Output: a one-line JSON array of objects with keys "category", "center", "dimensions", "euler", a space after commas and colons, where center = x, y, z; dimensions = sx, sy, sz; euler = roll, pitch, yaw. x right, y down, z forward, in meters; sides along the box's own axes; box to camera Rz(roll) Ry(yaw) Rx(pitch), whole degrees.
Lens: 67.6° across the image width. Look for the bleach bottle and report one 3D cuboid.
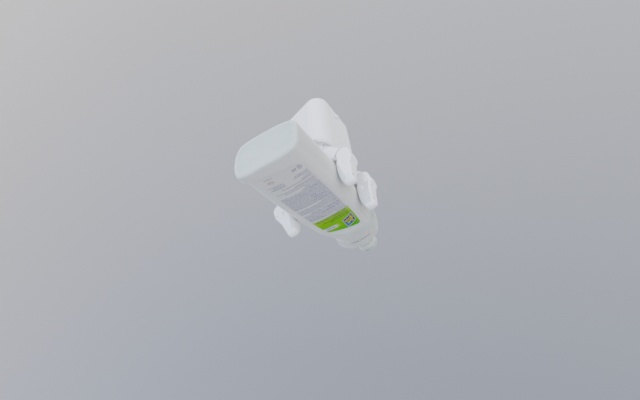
[{"category": "bleach bottle", "center": [0.000, 0.002, 0.665], "dimensions": [0.102, 0.068, 0.251], "euler": [-25, -46, 22]}]
